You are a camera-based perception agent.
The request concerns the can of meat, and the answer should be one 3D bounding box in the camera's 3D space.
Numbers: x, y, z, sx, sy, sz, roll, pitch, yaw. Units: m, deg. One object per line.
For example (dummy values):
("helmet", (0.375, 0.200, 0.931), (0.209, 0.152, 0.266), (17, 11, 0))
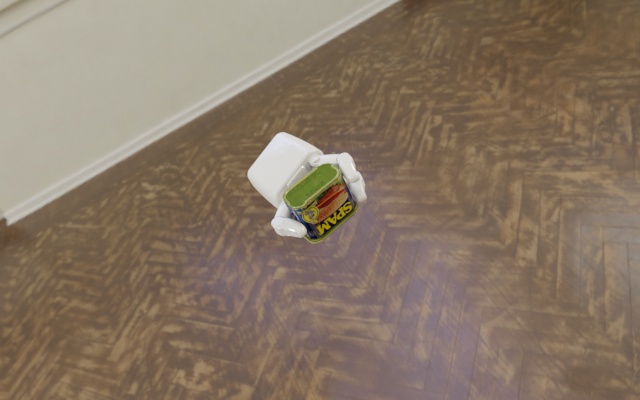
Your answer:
("can of meat", (0.000, 0.002, 0.746), (0.102, 0.084, 0.057), (-39, 43, -13))
